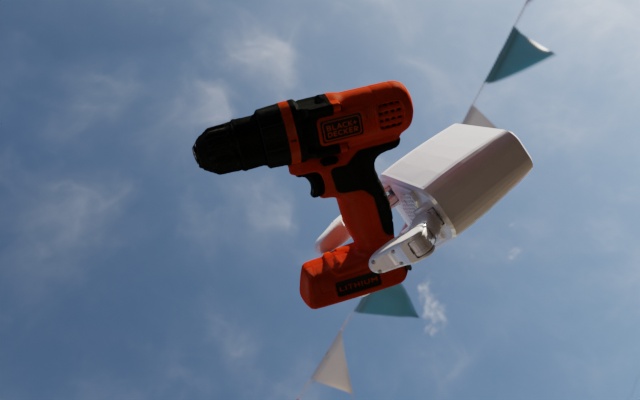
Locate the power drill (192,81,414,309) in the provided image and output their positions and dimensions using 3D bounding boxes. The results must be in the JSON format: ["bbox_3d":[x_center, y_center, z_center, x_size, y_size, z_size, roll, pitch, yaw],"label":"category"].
[{"bbox_3d":[0.000,0.002,0.421,0.184,0.188,0.057,-15,26,-6],"label":"power drill"}]
